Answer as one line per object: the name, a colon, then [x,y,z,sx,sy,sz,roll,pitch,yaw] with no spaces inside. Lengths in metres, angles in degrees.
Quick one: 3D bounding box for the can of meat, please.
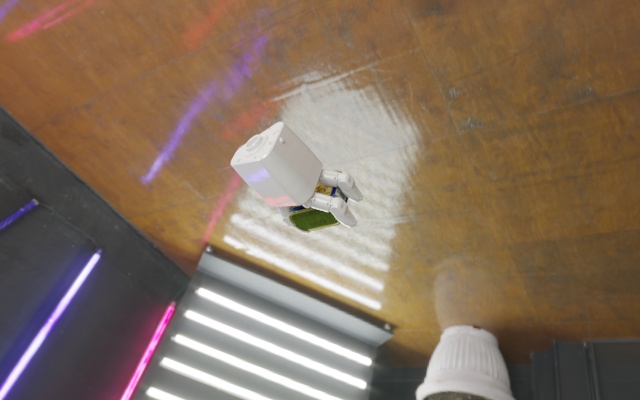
can of meat: [0.000,0.003,0.844,0.102,0.084,0.057,-15,-51,33]
